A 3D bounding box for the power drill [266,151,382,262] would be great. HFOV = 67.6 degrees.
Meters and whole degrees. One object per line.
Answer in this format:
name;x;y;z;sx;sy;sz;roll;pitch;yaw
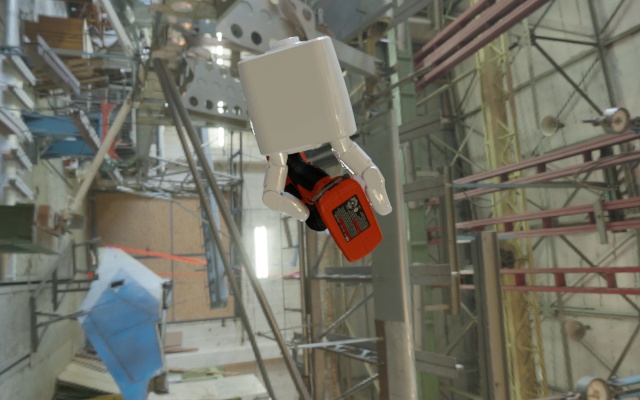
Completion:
power drill;0.000;0.002;0.618;0.057;0.184;0.187;-38;37;-11
